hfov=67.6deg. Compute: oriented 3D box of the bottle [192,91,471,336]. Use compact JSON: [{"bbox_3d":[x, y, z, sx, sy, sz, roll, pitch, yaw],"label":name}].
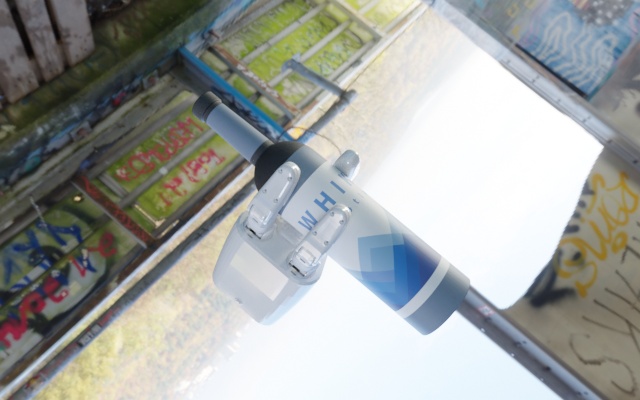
[{"bbox_3d":[0.000,0.002,0.440,0.295,0.069,0.069,40,4,4],"label":"bottle"}]
